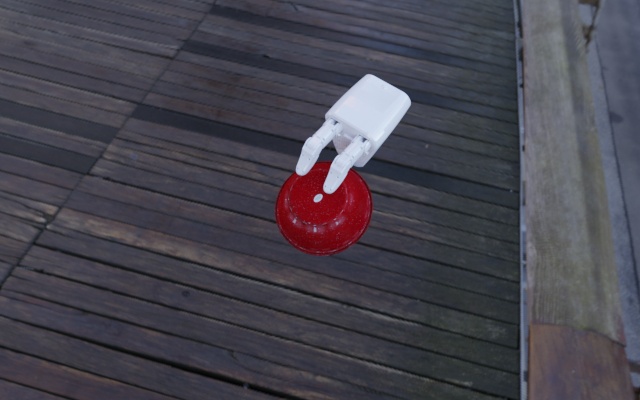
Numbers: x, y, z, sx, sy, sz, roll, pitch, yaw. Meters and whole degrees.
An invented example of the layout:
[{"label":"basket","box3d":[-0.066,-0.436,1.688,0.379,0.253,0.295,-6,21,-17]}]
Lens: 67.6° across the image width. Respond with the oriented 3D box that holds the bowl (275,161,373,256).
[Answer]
[{"label":"bowl","box3d":[0.000,0.004,0.751,0.162,0.162,0.055,0,-19,10]}]
